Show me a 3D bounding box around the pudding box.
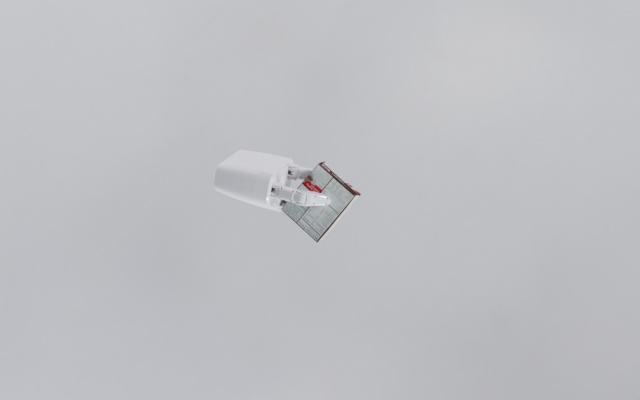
[{"bbox_3d":[0.000,0.003,0.829,0.090,0.113,0.039,42,17,9],"label":"pudding box"}]
